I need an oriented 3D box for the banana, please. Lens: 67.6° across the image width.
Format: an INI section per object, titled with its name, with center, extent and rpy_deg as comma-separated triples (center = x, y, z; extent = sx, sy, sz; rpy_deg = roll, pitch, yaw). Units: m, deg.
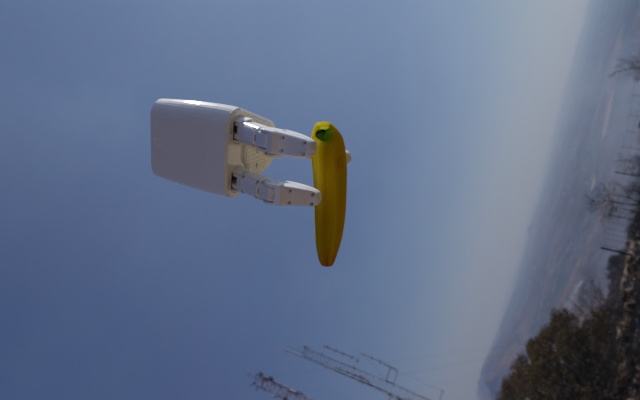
[banana]
center = 0.006, -0.013, 0.527
extent = 0.037, 0.198, 0.069
rpy_deg = 11, 45, 17
